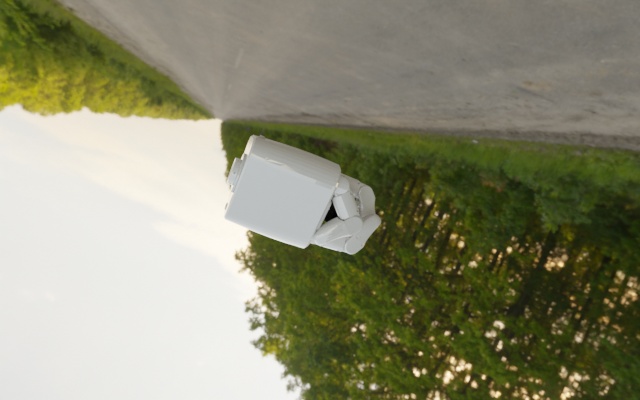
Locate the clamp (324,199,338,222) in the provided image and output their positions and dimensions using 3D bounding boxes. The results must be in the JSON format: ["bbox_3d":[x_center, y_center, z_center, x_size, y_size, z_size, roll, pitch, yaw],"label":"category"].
[{"bbox_3d":[0.000,0.003,0.670,0.120,0.039,0.171,20,5,-14],"label":"clamp"}]
